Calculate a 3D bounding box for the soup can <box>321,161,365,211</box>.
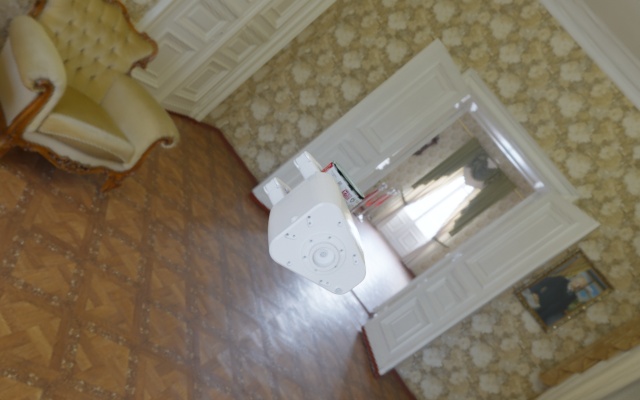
[{"bbox_3d":[0.000,0.002,0.649,0.102,0.068,0.068,-39,-8,10],"label":"soup can"}]
